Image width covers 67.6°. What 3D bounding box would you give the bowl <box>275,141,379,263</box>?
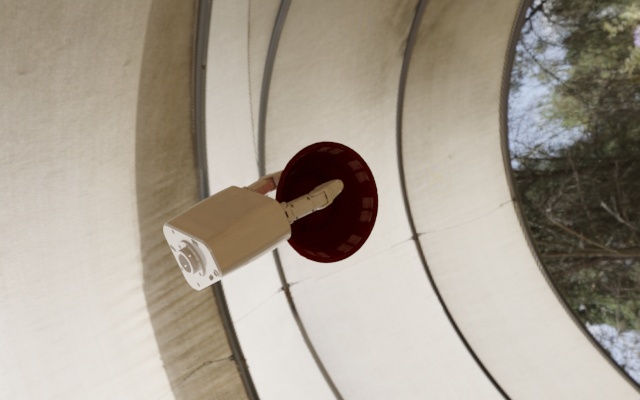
[{"bbox_3d":[0.001,0.002,0.652,0.162,0.162,0.055,0,1,-31],"label":"bowl"}]
